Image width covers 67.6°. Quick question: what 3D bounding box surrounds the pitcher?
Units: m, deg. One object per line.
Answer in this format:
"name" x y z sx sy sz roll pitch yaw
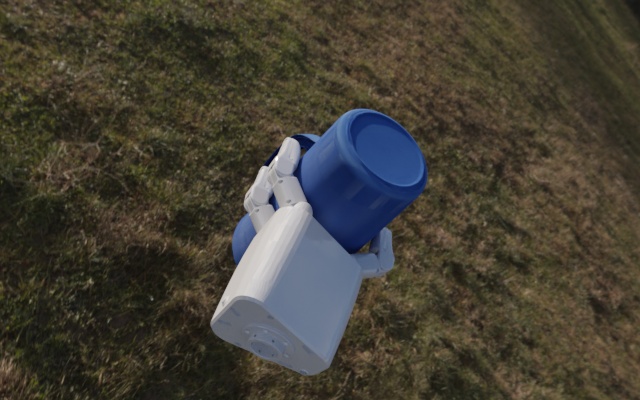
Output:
"pitcher" 0.000 0.002 0.543 0.149 0.145 0.243 35 -44 -9
